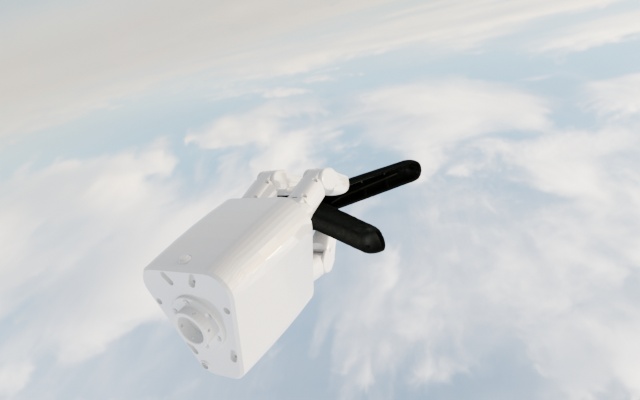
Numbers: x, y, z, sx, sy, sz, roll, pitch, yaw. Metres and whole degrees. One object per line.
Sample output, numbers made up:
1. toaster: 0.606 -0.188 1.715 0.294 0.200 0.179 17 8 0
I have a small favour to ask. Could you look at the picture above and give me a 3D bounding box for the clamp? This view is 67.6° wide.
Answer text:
1. clamp: 0.000 0.003 0.508 0.210 0.036 0.164 -1 26 33
